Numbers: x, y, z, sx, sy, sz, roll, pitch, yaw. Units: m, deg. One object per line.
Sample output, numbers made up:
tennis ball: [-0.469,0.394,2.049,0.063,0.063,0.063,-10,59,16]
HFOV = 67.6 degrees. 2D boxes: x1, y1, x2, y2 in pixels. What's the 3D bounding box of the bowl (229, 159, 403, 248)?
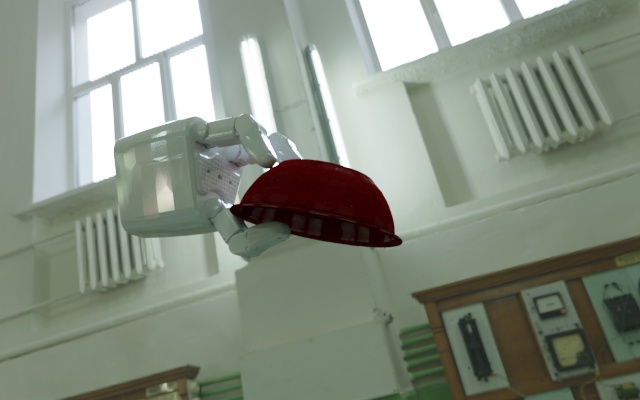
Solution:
bowl: [0.001,0.001,0.448,0.162,0.055,0.162,11,-11,2]
